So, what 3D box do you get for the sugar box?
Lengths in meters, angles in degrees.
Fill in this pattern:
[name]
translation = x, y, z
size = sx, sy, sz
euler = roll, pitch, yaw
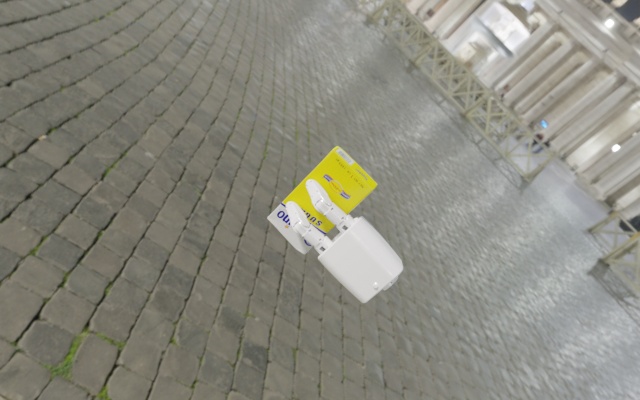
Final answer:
[sugar box]
translation = 0.000, 0.003, 0.799
size = 0.176, 0.093, 0.048
euler = -45, -2, 22
